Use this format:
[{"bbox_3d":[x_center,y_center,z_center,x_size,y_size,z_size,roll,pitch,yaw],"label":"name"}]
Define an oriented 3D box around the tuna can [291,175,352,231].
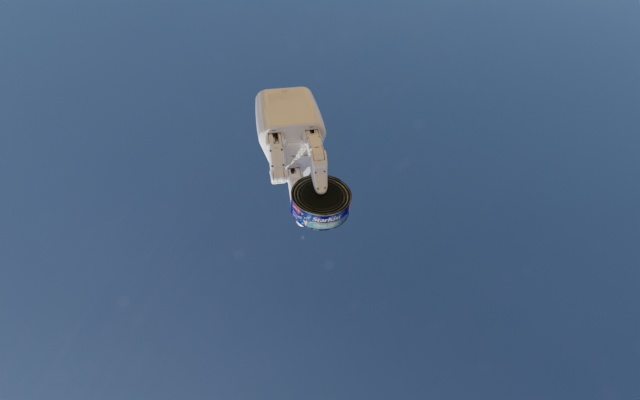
[{"bbox_3d":[0.000,0.003,0.677,0.086,0.034,0.086,3,42,-3],"label":"tuna can"}]
